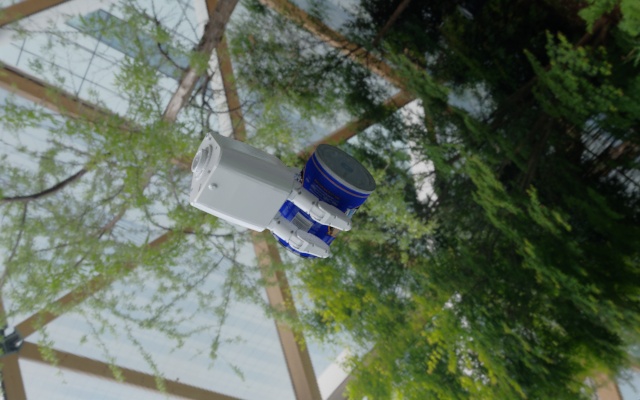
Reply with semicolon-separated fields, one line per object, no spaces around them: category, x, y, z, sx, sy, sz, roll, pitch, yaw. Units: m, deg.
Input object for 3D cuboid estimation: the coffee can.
coffee can;0.000;0.002;0.706;0.103;0.140;0.102;29;25;-15
